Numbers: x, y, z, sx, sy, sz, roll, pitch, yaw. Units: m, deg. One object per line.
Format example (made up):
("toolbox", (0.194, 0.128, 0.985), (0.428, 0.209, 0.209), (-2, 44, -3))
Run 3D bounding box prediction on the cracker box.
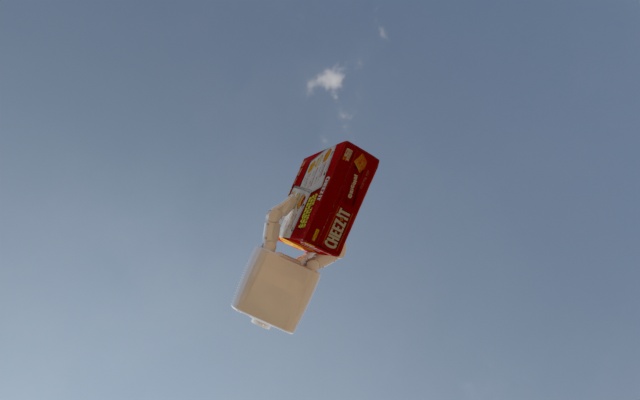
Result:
("cracker box", (0.000, 0.003, 0.794), (0.072, 0.164, 0.214), (26, -10, -16))
